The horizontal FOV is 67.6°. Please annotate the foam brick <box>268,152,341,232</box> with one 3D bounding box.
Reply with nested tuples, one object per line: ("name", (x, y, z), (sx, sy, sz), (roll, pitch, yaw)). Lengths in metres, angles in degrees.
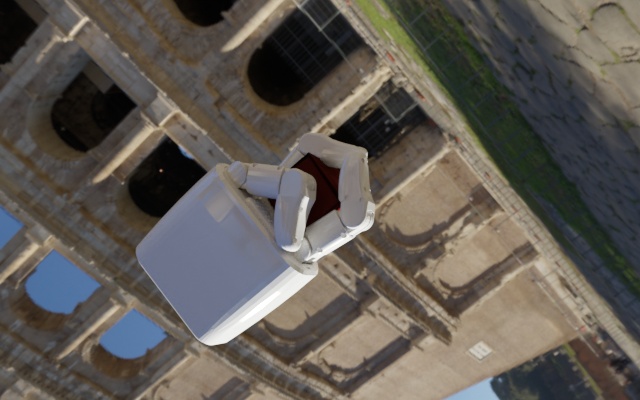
("foam brick", (0.000, 0.001, 0.412), (0.051, 0.053, 0.078), (-41, -23, 13))
